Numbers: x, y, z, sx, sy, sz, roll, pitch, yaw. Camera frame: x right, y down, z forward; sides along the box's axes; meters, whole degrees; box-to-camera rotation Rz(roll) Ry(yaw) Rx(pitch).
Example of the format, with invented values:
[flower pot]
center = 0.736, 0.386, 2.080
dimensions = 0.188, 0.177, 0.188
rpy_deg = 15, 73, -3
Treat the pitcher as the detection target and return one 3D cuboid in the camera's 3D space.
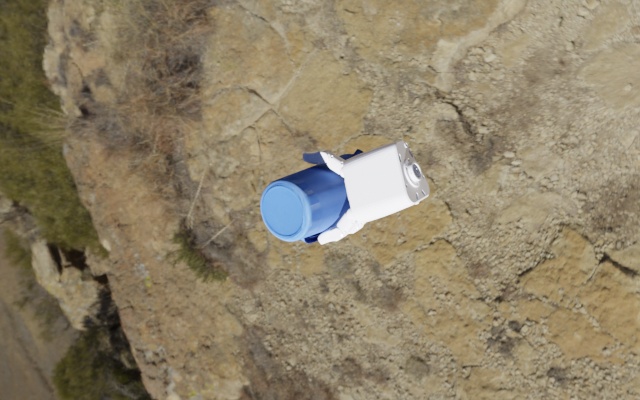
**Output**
[pitcher]
center = 0.000, 0.003, 0.891
dimensions = 0.145, 0.149, 0.243
rpy_deg = -18, 2, 36
